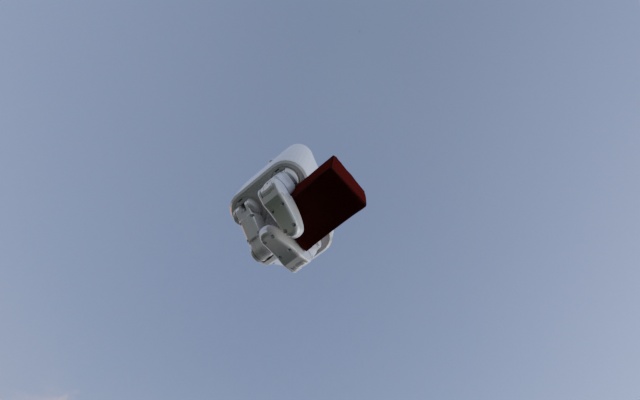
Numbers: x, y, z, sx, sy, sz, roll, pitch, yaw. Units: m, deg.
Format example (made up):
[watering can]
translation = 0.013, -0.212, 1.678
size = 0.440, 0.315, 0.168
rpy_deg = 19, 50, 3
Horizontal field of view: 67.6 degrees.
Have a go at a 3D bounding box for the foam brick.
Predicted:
[foam brick]
translation = 0.000, 0.001, 0.478
size = 0.078, 0.053, 0.051
rpy_deg = -38, 11, 16
